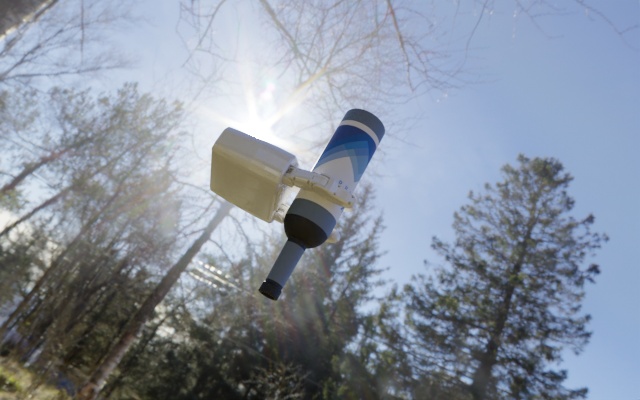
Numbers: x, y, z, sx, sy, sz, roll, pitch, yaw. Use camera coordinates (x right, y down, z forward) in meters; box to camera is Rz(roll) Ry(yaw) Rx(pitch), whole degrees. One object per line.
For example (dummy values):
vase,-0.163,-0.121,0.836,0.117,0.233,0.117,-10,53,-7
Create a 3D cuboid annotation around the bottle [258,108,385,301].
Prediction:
bottle,0.000,0.002,0.657,0.069,0.295,0.069,24,-24,12
